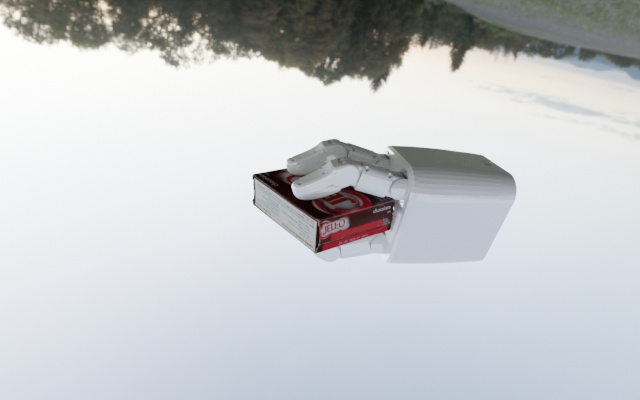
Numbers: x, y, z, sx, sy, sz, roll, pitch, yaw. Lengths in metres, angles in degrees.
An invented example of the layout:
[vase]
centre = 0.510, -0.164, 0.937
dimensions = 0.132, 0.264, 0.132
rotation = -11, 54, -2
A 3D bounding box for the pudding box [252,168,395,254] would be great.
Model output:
[pudding box]
centre = 0.000, 0.002, 0.457
dimensions = 0.090, 0.039, 0.113
rotation = -13, 28, -35
